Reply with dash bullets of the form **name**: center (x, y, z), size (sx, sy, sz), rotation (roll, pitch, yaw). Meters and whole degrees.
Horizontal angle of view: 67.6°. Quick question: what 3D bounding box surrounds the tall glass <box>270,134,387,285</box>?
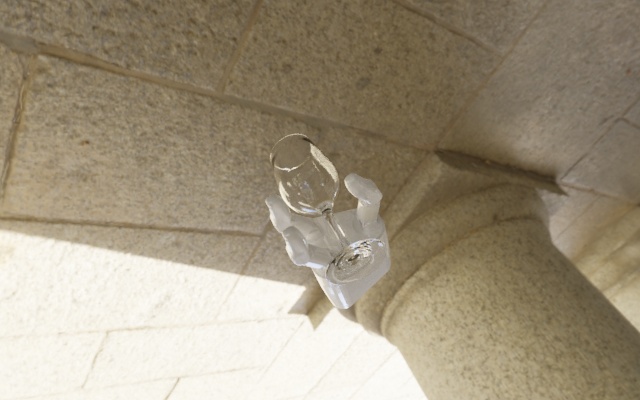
- **tall glass**: center (0.000, 0.002, 0.582), size (0.079, 0.079, 0.201), rotation (0, 43, -33)
